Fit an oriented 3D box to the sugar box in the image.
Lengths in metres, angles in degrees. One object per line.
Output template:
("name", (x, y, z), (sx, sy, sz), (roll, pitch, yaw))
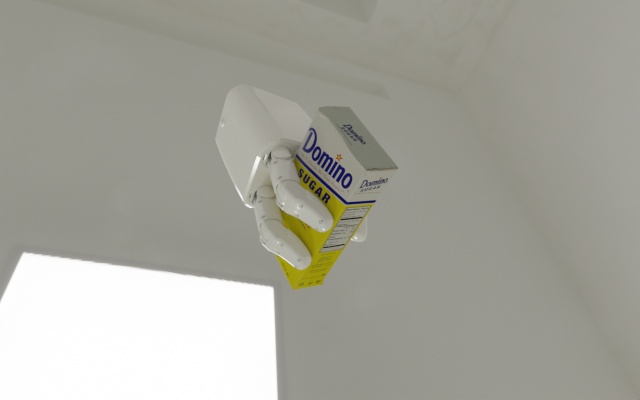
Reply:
("sugar box", (0.000, 0.002, 0.487), (0.048, 0.176, 0.093), (-7, 49, -35))
